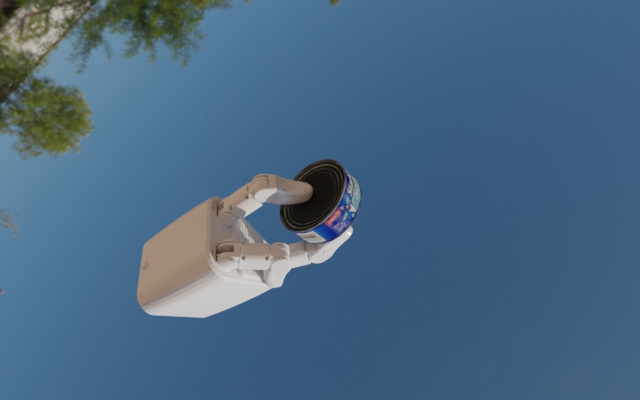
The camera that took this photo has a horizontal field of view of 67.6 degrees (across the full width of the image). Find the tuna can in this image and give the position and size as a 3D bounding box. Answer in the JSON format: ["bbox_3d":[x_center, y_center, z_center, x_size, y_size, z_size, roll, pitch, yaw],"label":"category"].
[{"bbox_3d":[0.000,0.002,0.497,0.086,0.086,0.034,0,-30,45],"label":"tuna can"}]
